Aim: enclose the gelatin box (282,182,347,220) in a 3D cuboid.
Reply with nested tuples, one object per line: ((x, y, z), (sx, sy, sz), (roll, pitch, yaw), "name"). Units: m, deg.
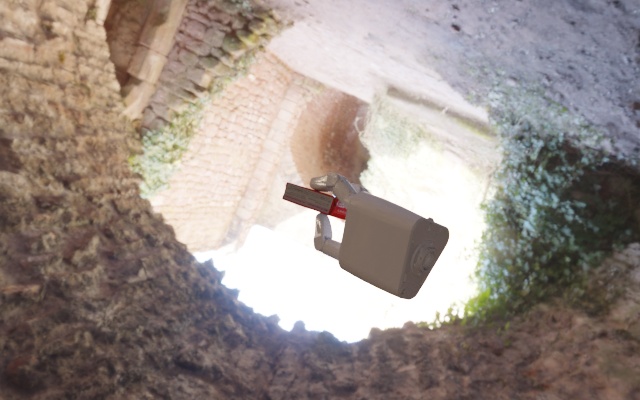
((0.000, 0.003, 0.705), (0.089, 0.030, 0.073), (17, -1, 31), "gelatin box")
